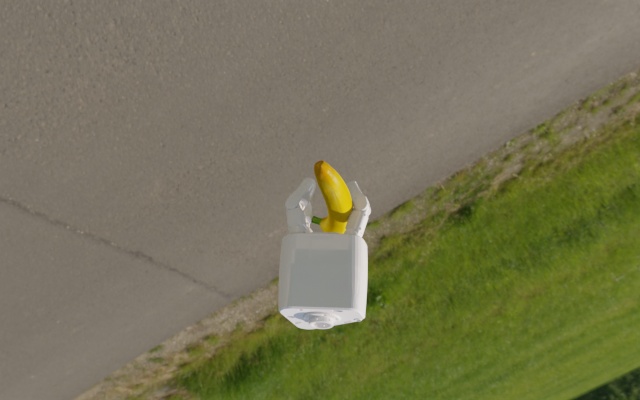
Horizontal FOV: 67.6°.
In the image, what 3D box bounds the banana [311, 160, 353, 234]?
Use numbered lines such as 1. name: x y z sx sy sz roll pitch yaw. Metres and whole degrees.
1. banana: 0.017 0.011 0.697 0.069 0.037 0.198 24 -26 8
